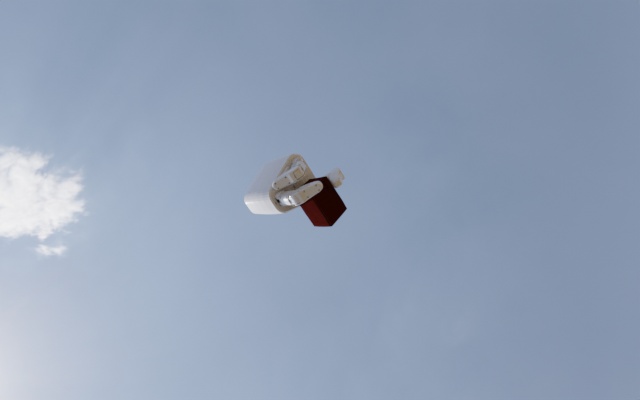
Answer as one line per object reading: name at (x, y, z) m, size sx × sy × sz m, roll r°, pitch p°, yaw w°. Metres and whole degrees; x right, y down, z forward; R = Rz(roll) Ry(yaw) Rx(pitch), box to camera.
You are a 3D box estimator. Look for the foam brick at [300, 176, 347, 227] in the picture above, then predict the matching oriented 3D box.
foam brick at (0.000, 0.003, 0.871) m, size 0.051 × 0.078 × 0.053 m, roll -8°, pitch 31°, yaw 52°
